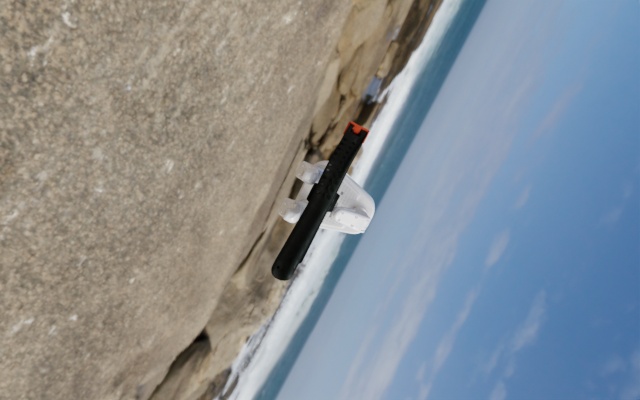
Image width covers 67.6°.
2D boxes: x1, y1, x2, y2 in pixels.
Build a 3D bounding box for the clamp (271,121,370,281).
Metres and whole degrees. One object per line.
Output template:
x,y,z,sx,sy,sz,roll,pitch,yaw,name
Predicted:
0.001,0.002,0.586,0.036,0.210,0.164,27,8,1,clamp
